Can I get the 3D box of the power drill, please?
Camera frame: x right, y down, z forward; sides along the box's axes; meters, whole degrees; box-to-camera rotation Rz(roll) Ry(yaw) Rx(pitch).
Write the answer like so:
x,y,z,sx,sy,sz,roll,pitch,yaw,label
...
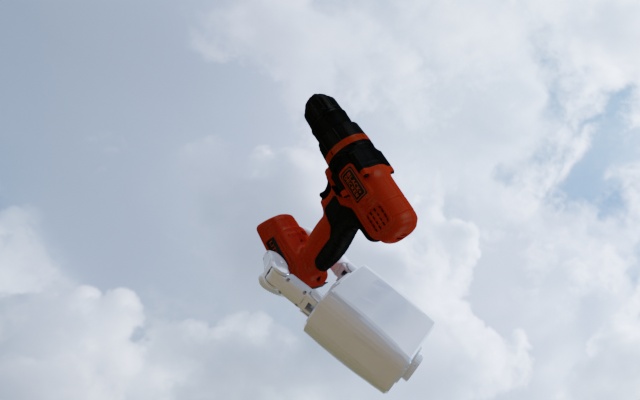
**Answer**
x,y,z,sx,sy,sz,roll,pitch,yaw,label
0.000,0.002,0.532,0.057,0.184,0.188,-7,-32,-43,power drill
